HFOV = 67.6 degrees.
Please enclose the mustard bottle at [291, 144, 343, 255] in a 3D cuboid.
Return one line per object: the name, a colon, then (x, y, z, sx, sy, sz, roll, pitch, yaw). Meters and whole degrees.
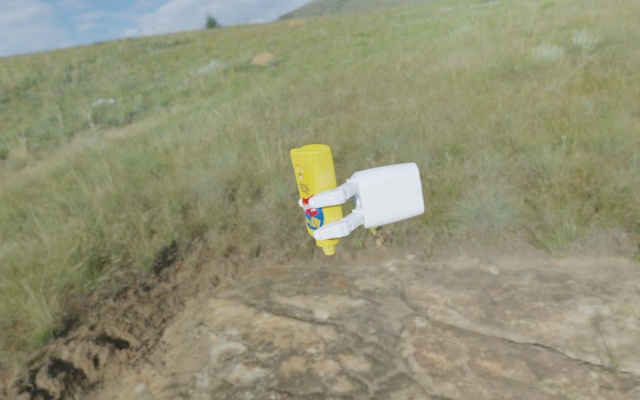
mustard bottle: (0.000, 0.003, 0.820, 0.058, 0.192, 0.096, -19, 16, -26)
